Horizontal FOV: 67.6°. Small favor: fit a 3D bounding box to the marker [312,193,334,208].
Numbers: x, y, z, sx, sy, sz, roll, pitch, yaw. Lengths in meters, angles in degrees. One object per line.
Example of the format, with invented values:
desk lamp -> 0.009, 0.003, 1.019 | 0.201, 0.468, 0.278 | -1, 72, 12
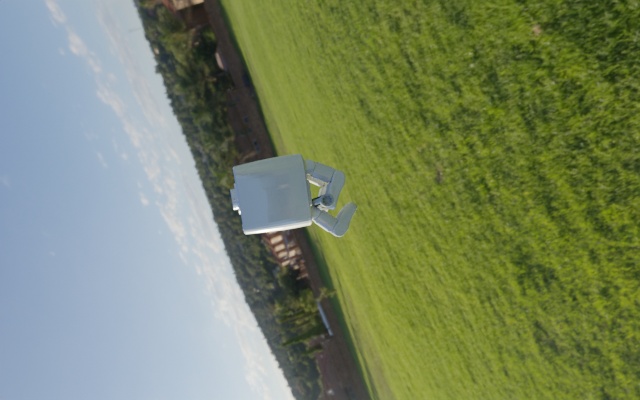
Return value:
marker -> 0.000, 0.002, 0.720 | 0.020, 0.020, 0.121 | 0, -3, -9
